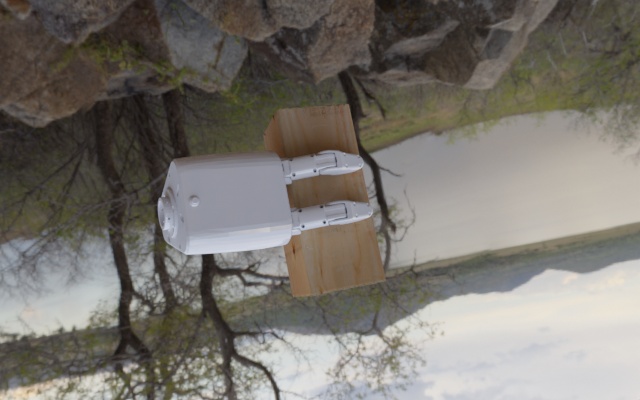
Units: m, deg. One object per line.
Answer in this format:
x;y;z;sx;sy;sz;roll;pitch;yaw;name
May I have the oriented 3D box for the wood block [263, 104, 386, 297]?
0.000;0.002;0.564;0.090;0.206;0.091;-8;-9;-19;wood block
